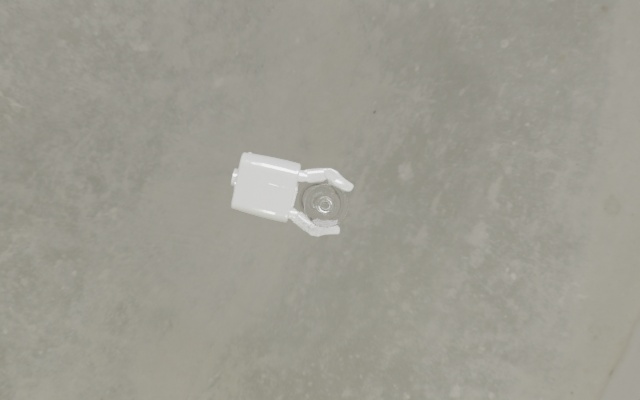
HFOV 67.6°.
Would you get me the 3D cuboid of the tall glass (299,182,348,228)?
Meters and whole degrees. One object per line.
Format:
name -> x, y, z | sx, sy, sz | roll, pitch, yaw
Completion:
tall glass -> 0.000, 0.003, 0.898 | 0.079, 0.079, 0.201 | 0, 3, -5
